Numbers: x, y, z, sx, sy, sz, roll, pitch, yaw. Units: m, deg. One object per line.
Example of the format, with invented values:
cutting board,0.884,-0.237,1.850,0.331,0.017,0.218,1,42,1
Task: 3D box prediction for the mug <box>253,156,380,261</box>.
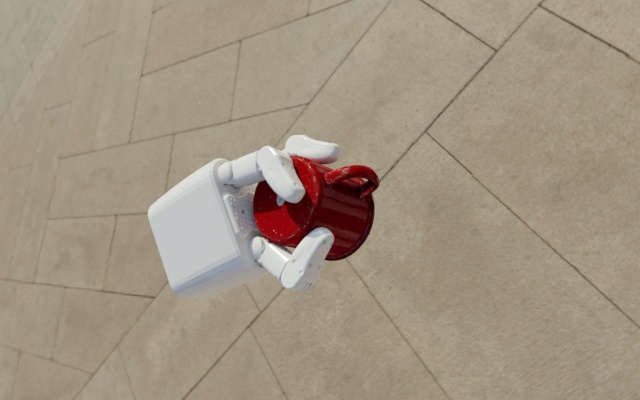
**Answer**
mug,0.001,0.001,0.444,0.117,0.093,0.081,-28,-28,30
